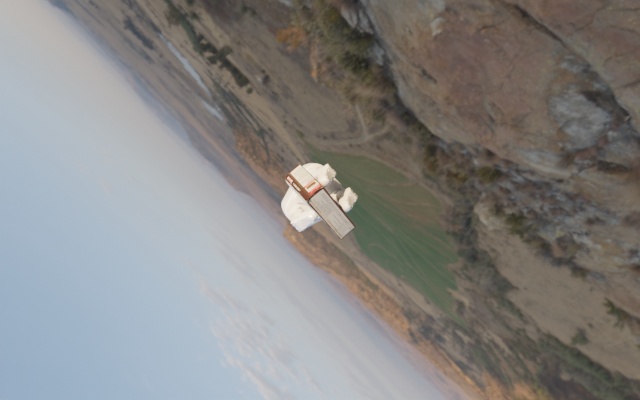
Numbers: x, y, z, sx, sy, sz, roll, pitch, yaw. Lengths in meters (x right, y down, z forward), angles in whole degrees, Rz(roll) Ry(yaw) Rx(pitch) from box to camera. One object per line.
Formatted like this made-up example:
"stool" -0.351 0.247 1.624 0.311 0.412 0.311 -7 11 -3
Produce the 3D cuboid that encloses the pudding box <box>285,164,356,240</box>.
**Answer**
"pudding box" 0.000 0.003 0.782 0.113 0.039 0.090 47 -2 -40
